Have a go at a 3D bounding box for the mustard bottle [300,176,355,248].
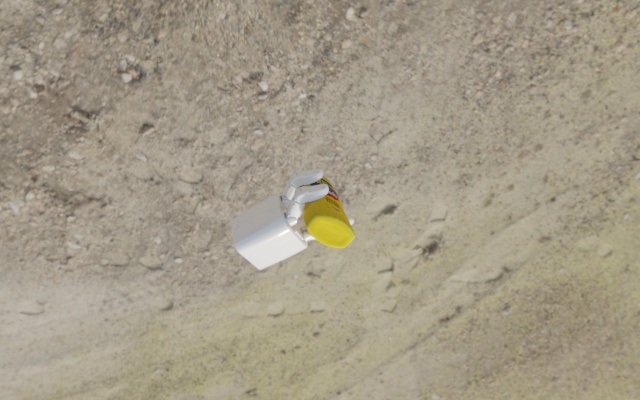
[{"bbox_3d":[0.000,0.003,0.898,0.096,0.058,0.191,29,23,-29],"label":"mustard bottle"}]
